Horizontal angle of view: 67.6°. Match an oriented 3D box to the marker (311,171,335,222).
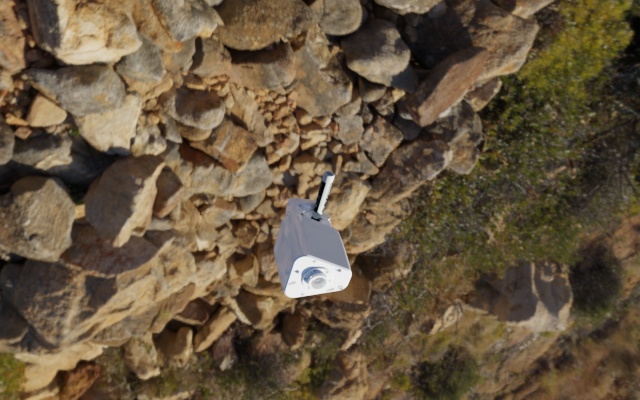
[{"bbox_3d":[0.000,0.003,0.857,0.020,0.121,0.020,13,31,-8],"label":"marker"}]
